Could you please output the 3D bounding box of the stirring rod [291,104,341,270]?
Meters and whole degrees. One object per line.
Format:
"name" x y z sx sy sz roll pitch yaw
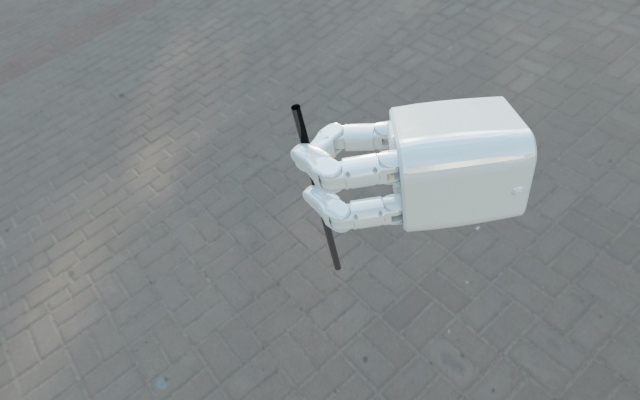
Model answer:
"stirring rod" 0.000 0.002 0.484 0.011 0.011 0.240 0 -41 13
